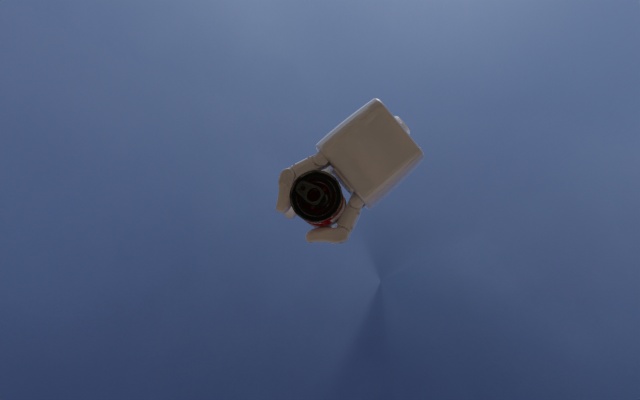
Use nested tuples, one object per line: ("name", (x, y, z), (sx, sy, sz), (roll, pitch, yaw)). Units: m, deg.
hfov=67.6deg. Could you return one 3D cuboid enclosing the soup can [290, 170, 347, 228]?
("soup can", (0.000, 0.003, 0.656), (0.068, 0.068, 0.102), (0, -9, 7))
